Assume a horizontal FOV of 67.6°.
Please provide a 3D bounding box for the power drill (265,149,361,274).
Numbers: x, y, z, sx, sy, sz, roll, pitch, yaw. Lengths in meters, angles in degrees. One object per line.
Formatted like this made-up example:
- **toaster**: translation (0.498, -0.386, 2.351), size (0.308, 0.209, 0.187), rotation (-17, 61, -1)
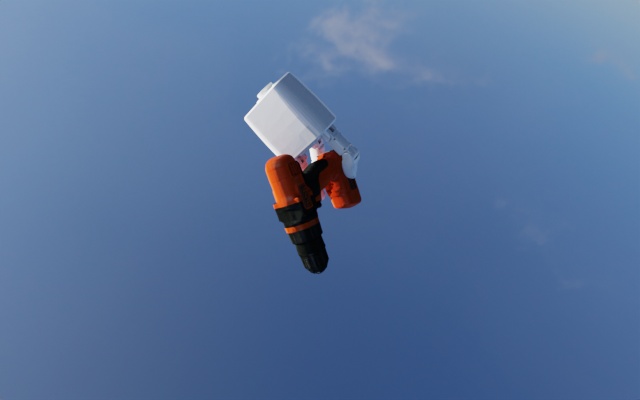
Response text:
- **power drill**: translation (0.000, 0.002, 0.758), size (0.057, 0.184, 0.187), rotation (-14, 10, 30)
